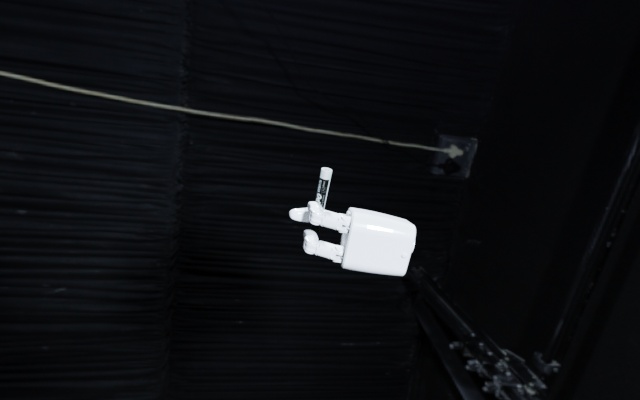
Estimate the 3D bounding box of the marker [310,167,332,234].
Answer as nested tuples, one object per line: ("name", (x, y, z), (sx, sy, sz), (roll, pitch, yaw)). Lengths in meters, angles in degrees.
("marker", (0.000, 0.003, 0.820), (0.020, 0.121, 0.020), (9, 22, -4))
